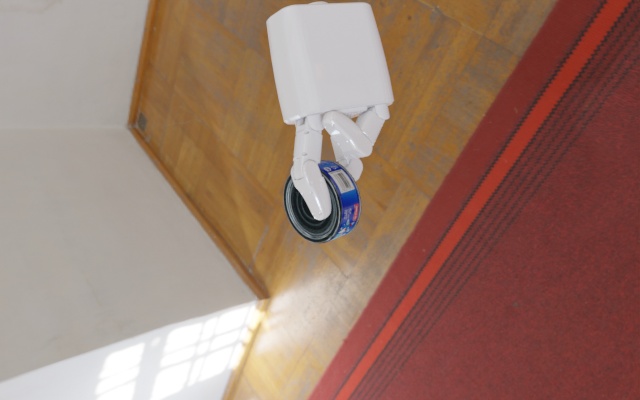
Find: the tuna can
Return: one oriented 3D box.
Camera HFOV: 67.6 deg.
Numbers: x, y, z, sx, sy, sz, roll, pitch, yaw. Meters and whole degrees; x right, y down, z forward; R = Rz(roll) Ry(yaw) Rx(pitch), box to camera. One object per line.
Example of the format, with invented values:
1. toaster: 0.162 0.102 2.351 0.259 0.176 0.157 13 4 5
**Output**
1. tuna can: 0.000 0.002 0.508 0.086 0.086 0.033 0 13 44
